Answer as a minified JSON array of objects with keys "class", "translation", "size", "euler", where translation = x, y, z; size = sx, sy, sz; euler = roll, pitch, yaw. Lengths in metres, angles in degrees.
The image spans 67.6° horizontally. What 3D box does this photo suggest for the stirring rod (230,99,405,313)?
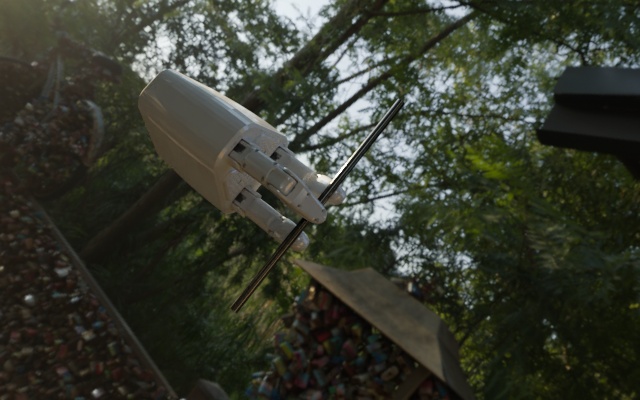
[{"class":"stirring rod","translation":[0.000,0.001,0.426],"size":[0.011,0.239,0.011],"euler":[38,-8,6]}]
